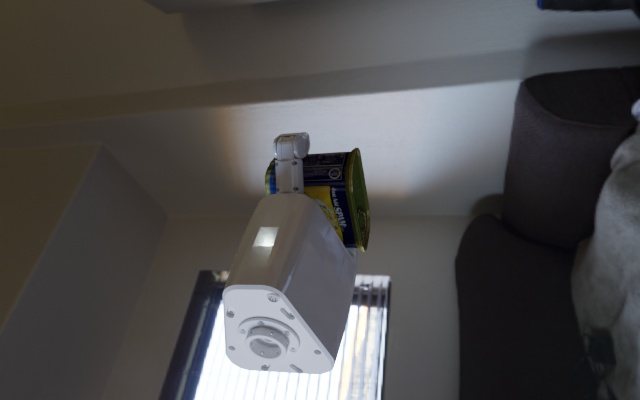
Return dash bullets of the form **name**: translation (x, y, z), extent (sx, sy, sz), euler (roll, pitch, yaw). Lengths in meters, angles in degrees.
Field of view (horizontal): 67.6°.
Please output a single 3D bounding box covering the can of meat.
- **can of meat**: translation (0.000, 0.001, 0.468), extent (0.084, 0.102, 0.057), euler (-2, 39, 15)
